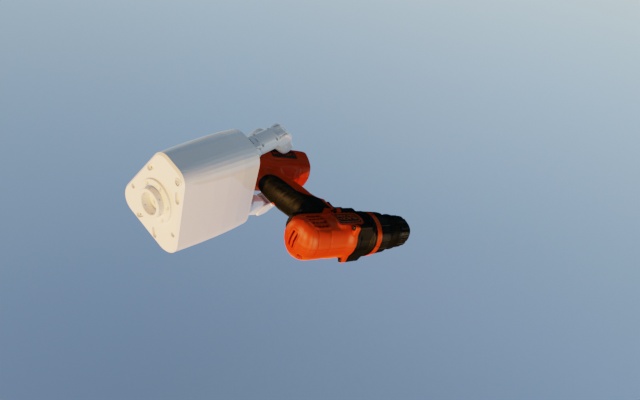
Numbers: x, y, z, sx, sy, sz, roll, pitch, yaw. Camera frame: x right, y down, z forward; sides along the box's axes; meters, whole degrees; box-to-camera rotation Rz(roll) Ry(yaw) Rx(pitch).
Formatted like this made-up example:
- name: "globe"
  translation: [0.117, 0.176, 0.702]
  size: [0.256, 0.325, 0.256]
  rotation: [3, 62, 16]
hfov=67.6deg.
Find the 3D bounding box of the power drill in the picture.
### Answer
- name: "power drill"
  translation: [0.000, 0.002, 0.585]
  size: [0.184, 0.057, 0.187]
  rotation: [1, 30, -44]
